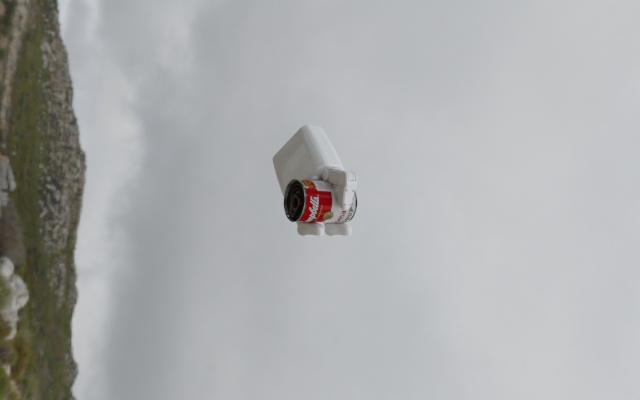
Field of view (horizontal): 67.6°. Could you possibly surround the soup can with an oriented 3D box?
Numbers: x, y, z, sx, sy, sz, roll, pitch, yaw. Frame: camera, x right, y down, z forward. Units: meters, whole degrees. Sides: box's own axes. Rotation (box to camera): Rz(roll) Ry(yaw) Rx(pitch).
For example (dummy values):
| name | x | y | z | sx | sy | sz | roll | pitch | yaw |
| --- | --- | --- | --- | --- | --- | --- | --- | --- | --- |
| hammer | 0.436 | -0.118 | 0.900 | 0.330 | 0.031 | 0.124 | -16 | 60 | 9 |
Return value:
| name | x | y | z | sx | sy | sz | roll | pitch | yaw |
| --- | --- | --- | --- | --- | --- | --- | --- | --- | --- |
| soup can | 0.001 | 0.003 | 0.778 | 0.102 | 0.068 | 0.068 | 3 | -2 | -33 |
